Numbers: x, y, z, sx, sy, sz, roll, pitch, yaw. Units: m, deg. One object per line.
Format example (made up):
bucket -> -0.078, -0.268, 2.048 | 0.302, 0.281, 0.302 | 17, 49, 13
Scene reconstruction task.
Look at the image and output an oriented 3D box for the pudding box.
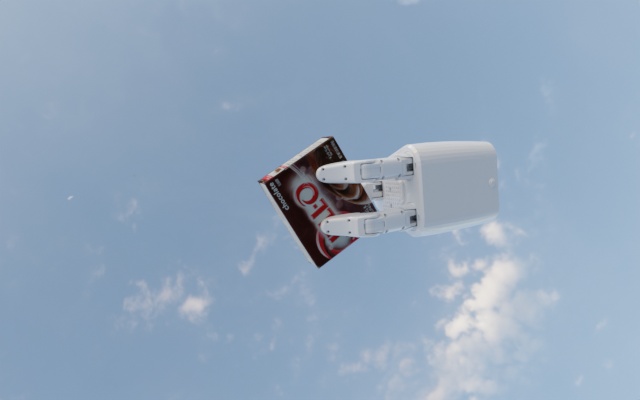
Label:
pudding box -> 0.000, 0.002, 0.514 | 0.090, 0.113, 0.039 | -36, 15, -15
